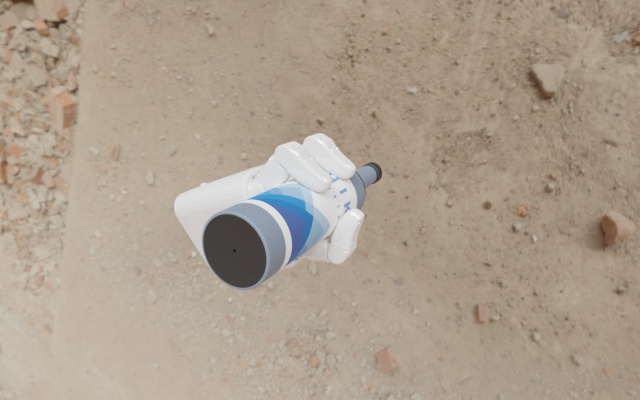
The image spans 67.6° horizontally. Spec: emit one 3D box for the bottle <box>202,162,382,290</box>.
[{"bbox_3d":[0.000,0.002,0.499,0.069,0.069,0.295,0,15,29],"label":"bottle"}]
